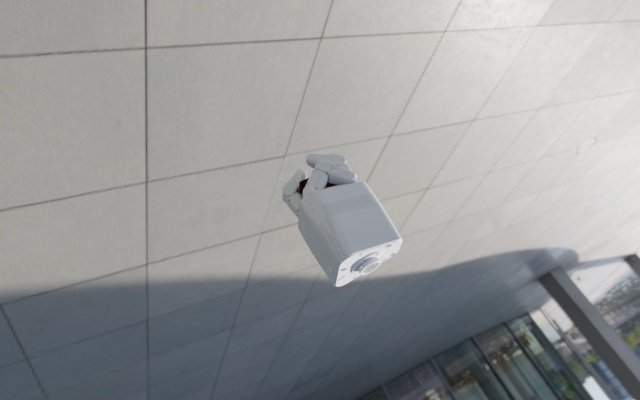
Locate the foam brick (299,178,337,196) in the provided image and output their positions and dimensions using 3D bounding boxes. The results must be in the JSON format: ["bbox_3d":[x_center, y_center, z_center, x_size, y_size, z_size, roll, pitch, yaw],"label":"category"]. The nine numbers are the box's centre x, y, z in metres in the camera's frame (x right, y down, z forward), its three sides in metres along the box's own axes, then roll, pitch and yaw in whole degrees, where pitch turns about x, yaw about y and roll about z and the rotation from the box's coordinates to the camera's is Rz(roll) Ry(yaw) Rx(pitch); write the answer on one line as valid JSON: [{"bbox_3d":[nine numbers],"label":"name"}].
[{"bbox_3d":[0.000,0.002,0.731,0.053,0.051,0.078,-23,-29,-18],"label":"foam brick"}]
